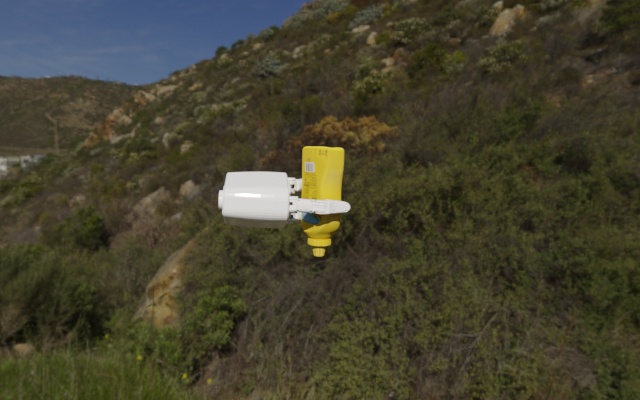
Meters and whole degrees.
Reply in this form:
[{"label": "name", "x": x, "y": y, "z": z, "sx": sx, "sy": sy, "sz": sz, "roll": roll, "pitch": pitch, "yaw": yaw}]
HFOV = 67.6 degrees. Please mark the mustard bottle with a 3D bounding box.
[{"label": "mustard bottle", "x": 0.000, "y": 0.002, "z": 0.834, "sx": 0.058, "sy": 0.191, "sz": 0.096, "roll": -1, "pitch": 6, "yaw": -32}]
